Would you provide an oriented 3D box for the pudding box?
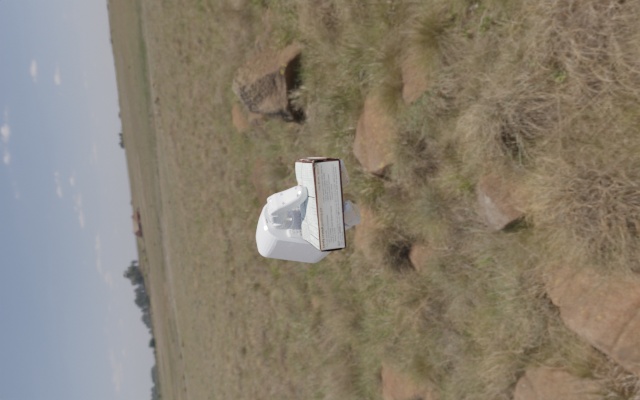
[{"bbox_3d":[0.000,0.002,0.604,0.039,0.113,0.090,-8,8,-16],"label":"pudding box"}]
